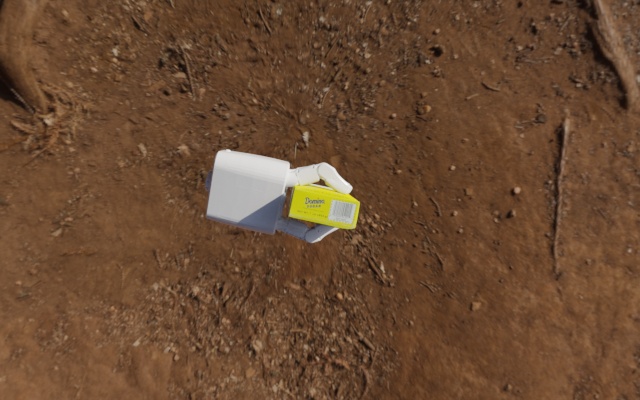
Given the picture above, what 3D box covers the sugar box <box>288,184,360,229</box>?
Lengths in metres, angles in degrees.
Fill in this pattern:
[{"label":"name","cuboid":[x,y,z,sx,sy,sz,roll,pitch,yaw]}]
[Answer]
[{"label":"sugar box","cuboid":[0.000,0.002,0.722,0.093,0.048,0.176,12,7,-5]}]
